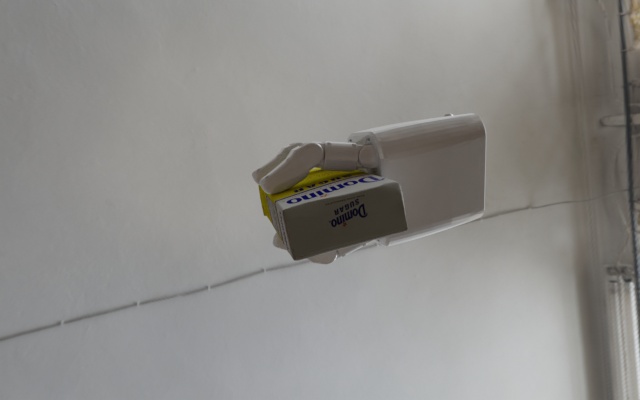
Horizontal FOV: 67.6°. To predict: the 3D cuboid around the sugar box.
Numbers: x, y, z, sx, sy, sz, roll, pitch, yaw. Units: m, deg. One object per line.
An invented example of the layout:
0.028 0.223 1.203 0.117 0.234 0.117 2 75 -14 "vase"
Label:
0.000 0.001 0.429 0.093 0.048 0.176 -14 9 -12 "sugar box"
